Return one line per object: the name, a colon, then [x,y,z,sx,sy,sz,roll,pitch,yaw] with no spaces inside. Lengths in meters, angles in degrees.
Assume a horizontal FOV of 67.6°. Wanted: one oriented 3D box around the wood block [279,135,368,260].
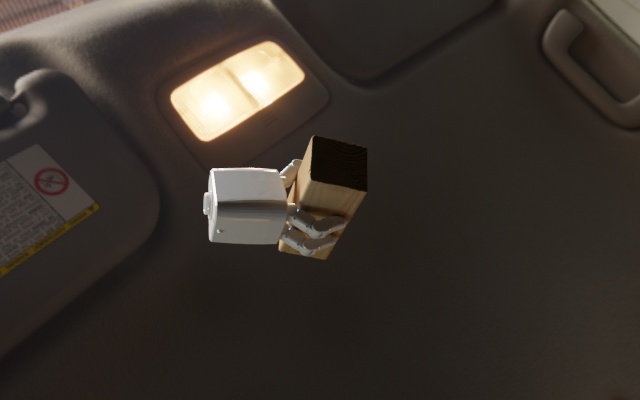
wood block: [0.000,0.002,0.779,0.090,0.090,0.206,12,-37,-12]
